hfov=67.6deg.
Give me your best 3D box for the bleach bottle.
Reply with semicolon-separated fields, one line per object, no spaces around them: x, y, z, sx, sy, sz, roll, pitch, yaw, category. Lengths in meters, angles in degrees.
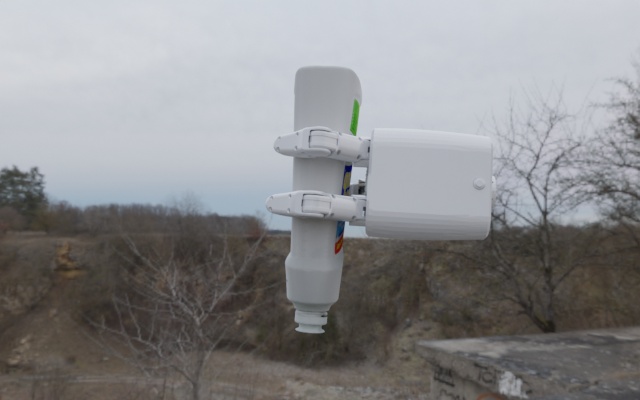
0.000;0.002;0.479;0.068;0.251;0.102;3;-6;7;bleach bottle
